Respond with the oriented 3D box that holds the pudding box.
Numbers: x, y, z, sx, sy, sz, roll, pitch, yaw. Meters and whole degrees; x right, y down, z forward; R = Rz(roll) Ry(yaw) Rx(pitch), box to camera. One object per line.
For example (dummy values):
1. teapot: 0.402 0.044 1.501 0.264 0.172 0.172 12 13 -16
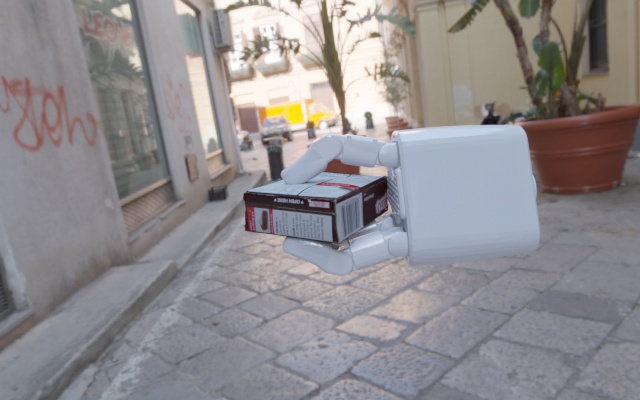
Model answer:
1. pudding box: 0.000 0.001 0.425 0.090 0.039 0.113 4 13 28
